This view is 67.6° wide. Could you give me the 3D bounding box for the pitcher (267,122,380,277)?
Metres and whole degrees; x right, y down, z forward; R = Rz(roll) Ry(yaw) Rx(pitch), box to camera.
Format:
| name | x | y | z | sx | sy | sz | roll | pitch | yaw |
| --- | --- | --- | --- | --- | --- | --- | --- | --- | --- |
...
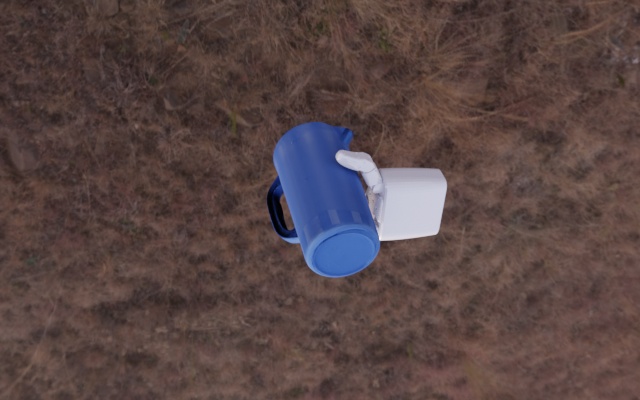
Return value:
| name | x | y | z | sx | sy | sz | roll | pitch | yaw |
| --- | --- | --- | --- | --- | --- | --- | --- | --- | --- |
| pitcher | 0.000 | 0.002 | 0.745 | 0.145 | 0.149 | 0.242 | -2 | 42 | -13 |
